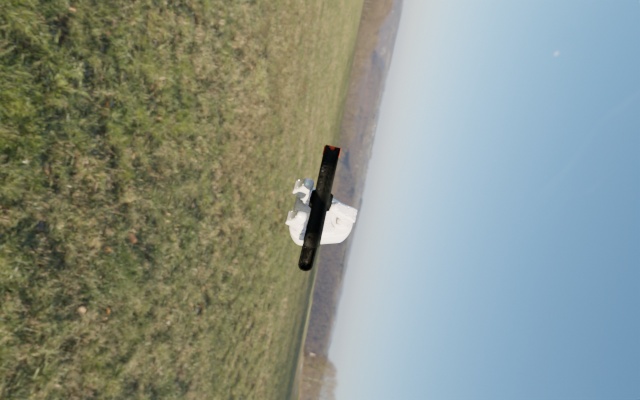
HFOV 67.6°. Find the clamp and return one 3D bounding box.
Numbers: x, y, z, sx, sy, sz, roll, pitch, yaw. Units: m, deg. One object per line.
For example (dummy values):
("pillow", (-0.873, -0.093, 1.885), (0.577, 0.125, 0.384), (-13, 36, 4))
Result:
("clamp", (0.001, 0.002, 0.762), (0.036, 0.210, 0.164), (13, -14, -2))
